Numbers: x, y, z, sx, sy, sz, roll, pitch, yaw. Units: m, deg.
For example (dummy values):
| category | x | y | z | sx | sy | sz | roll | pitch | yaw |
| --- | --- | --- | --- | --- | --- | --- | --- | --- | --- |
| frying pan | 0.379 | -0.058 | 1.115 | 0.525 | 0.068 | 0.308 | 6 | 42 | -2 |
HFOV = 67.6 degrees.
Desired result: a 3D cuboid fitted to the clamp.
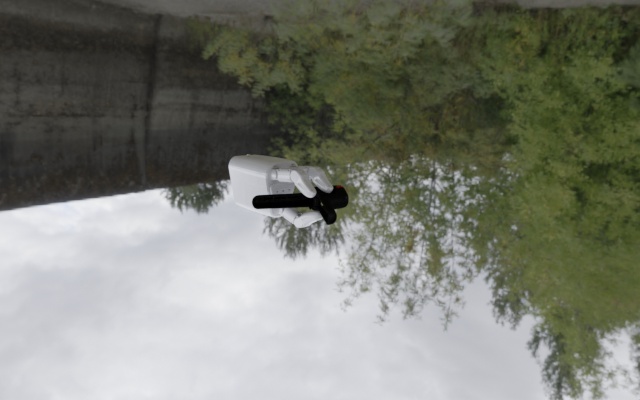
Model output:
| category | x | y | z | sx | sy | sz | roll | pitch | yaw |
| --- | --- | --- | --- | --- | --- | --- | --- | --- | --- |
| clamp | 0.000 | 0.004 | 0.889 | 0.164 | 0.036 | 0.210 | 15 | 17 | 33 |
